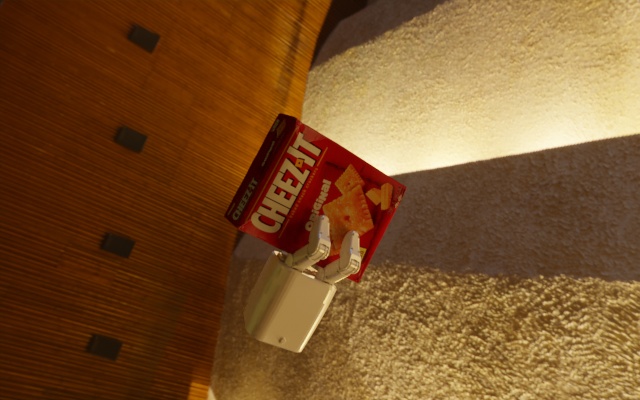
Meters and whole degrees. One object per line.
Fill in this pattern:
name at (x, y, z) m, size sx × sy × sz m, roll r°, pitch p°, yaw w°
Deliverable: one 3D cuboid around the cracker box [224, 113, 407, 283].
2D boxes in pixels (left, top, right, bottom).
cracker box at (0.000, 0.002, 0.677) m, size 0.214 × 0.164 × 0.072 m, roll 28°, pitch -1°, yaw -30°
